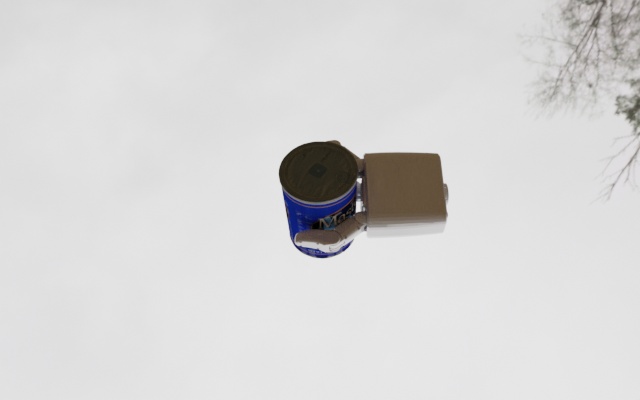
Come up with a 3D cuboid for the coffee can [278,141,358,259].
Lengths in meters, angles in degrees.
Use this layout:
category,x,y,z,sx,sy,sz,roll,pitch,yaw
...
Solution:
category,x,y,z,sx,sy,sz,roll,pitch,yaw
coffee can,0.000,0.002,0.667,0.103,0.102,0.140,0,-36,3
